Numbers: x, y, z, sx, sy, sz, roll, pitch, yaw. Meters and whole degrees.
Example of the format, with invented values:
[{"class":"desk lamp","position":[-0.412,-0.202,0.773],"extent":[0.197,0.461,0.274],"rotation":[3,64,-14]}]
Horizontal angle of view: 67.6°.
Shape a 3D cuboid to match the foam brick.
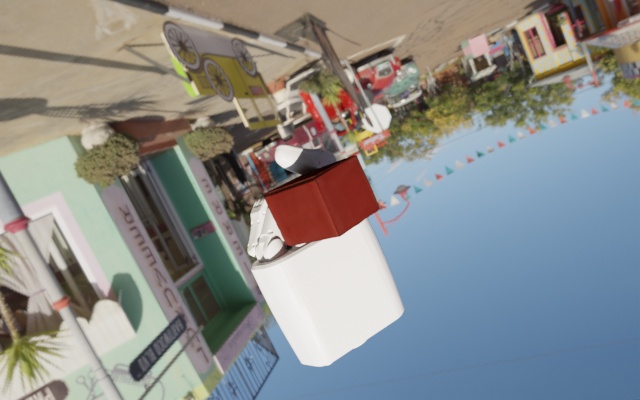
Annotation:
[{"class":"foam brick","position":[0.000,0.001,0.404],"extent":[0.053,0.051,0.078],"rotation":[-30,8,-37]}]
